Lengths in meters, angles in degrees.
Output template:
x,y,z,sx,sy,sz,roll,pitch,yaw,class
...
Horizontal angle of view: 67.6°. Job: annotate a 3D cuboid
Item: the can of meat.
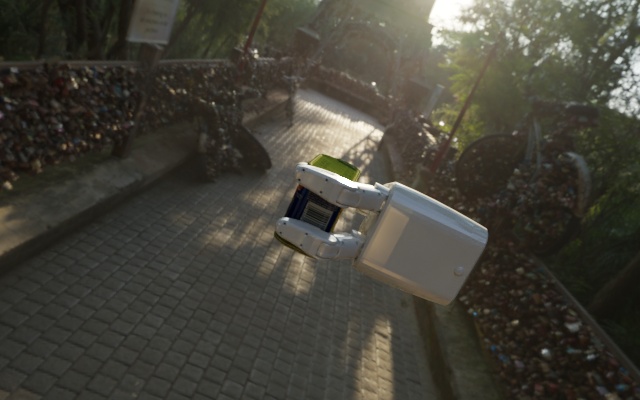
x,y,z,sx,sy,sz,roll,pitch,yaw,class
0.000,0.001,0.506,0.057,0.084,0.102,26,17,3,can of meat
